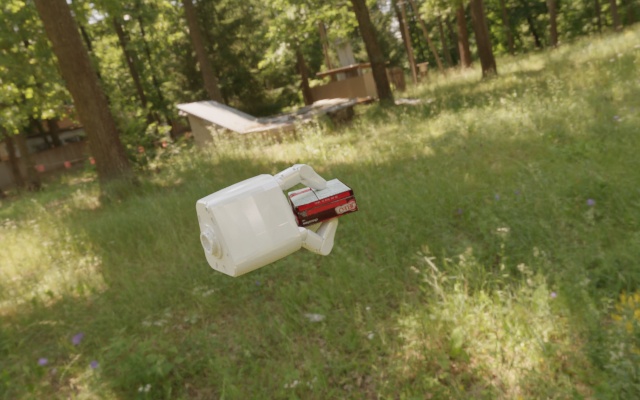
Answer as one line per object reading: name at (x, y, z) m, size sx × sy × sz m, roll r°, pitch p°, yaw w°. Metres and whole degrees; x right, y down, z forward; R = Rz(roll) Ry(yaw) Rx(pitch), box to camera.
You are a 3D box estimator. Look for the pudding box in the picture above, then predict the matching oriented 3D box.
pudding box at (0.000, 0.002, 0.727) m, size 0.090 × 0.039 × 0.113 m, roll -16°, pitch 15°, yaw -6°
